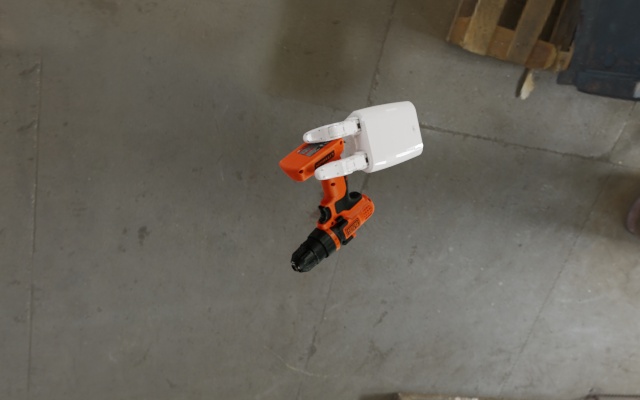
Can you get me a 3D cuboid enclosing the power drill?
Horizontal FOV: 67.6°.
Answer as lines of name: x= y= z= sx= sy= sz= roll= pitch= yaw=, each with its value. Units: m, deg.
power drill: x=0.000 y=0.002 z=0.764 sx=0.057 sy=0.188 sz=0.184 roll=20 pitch=51 yaw=42
